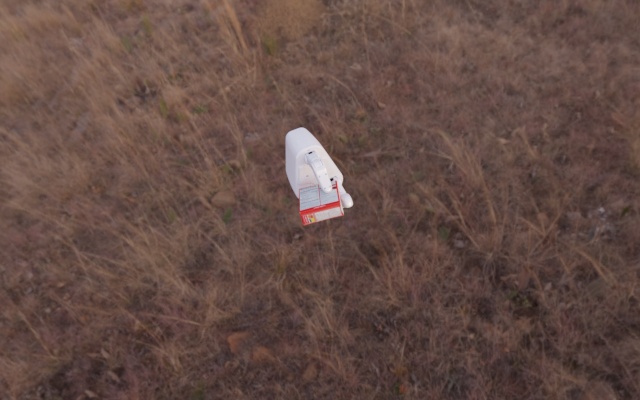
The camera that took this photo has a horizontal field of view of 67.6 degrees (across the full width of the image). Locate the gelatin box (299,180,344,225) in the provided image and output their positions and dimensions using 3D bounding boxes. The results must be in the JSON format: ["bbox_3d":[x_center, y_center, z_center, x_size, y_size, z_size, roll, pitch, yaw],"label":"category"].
[{"bbox_3d":[0.000,0.003,0.851,0.073,0.030,0.089,-14,29,5],"label":"gelatin box"}]
